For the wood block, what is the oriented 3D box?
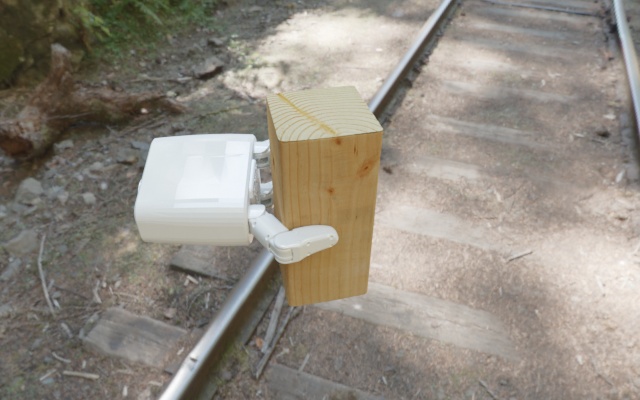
[{"bbox_3d":[0.000,0.002,0.485,0.090,0.206,0.090,-8,39,-10],"label":"wood block"}]
